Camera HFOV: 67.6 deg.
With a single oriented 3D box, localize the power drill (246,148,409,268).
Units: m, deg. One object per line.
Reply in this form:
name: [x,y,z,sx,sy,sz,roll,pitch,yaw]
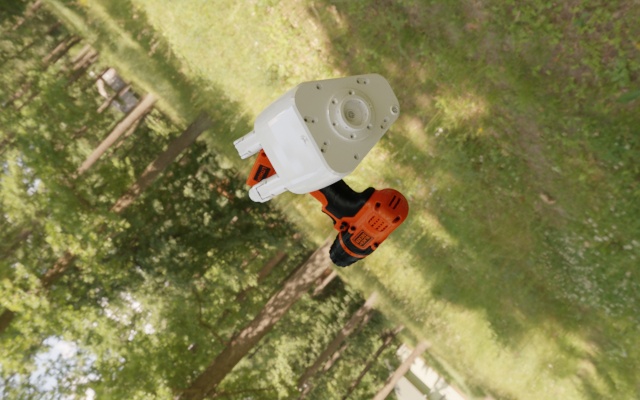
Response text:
power drill: [0.000,0.002,0.606,0.187,0.057,0.184,35,-34,-1]
